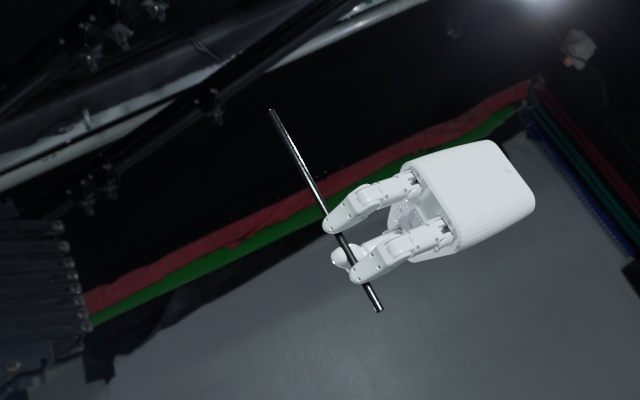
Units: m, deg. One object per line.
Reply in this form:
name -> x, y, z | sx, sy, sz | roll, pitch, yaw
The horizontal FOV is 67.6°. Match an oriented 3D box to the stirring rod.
stirring rod -> 0.000, 0.002, 0.473 | 0.011, 0.239, 0.011 | -25, -22, -11
